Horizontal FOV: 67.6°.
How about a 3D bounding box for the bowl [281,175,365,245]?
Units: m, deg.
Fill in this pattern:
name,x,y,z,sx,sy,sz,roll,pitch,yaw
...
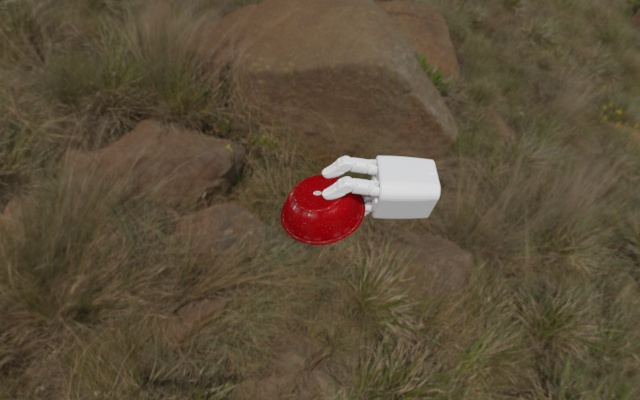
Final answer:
name,x,y,z,sx,sy,sz,roll,pitch,yaw
bowl,-0.001,0.003,0.878,0.162,0.162,0.055,0,-43,12
